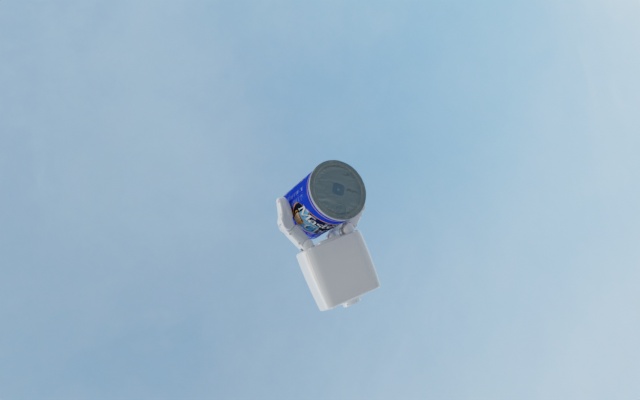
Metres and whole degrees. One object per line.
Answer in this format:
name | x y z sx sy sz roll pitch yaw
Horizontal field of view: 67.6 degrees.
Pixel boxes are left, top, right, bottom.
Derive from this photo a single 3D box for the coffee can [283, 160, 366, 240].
coffee can | 0.000 0.003 0.828 0.103 0.102 0.140 0 -17 -26
